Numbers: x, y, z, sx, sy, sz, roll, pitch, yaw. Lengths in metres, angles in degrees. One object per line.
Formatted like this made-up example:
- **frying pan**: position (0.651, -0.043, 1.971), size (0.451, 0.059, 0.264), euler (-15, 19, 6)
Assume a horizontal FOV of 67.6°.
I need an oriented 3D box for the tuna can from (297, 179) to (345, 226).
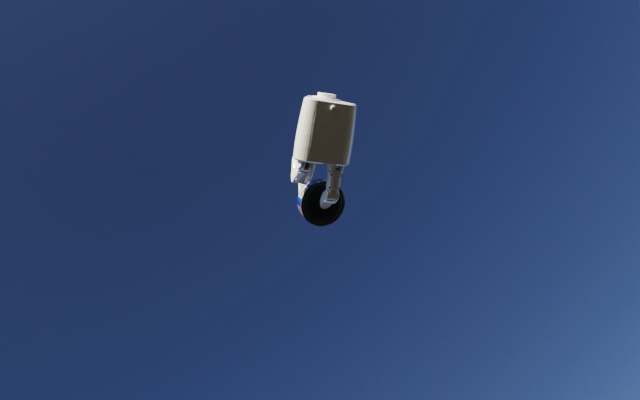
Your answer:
- **tuna can**: position (0.000, 0.003, 0.896), size (0.086, 0.086, 0.033), euler (0, 14, -19)
